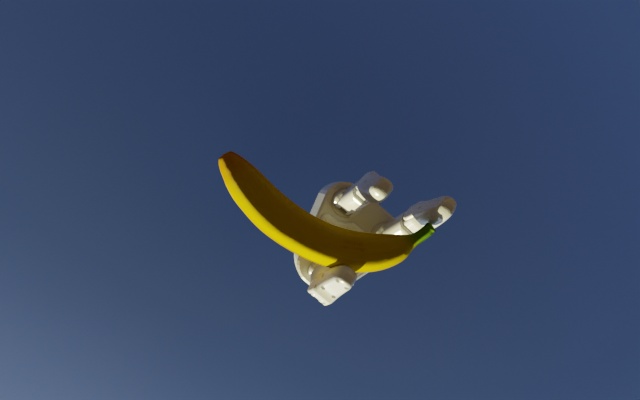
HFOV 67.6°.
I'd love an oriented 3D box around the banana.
[{"bbox_3d":[-0.003,0.020,0.424,0.198,0.069,0.037,19,4,-6],"label":"banana"}]
